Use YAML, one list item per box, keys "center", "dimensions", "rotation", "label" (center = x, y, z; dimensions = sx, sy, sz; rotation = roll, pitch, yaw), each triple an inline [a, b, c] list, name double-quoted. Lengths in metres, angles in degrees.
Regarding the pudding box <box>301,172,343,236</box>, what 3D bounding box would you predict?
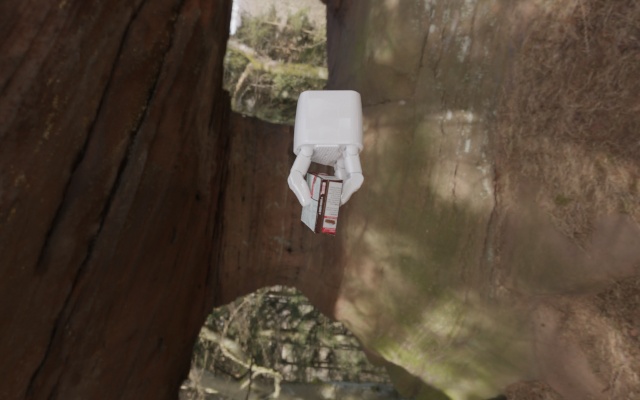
- center: [0.000, 0.002, 0.785]
  dimensions: [0.039, 0.090, 0.113]
  rotation: [6, 7, -13]
  label: "pudding box"
